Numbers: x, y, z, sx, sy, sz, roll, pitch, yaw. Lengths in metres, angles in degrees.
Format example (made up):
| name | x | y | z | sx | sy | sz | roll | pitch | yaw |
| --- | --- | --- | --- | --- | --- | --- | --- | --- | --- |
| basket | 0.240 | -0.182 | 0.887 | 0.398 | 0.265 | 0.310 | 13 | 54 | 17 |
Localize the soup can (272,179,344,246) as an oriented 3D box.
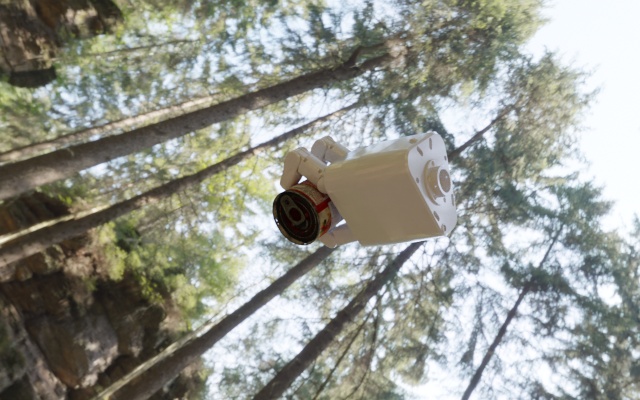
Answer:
| name | x | y | z | sx | sy | sz | roll | pitch | yaw |
| --- | --- | --- | --- | --- | --- | --- | --- | --- | --- |
| soup can | 0.000 | 0.002 | 0.576 | 0.068 | 0.068 | 0.102 | 0 | 22 | 38 |
